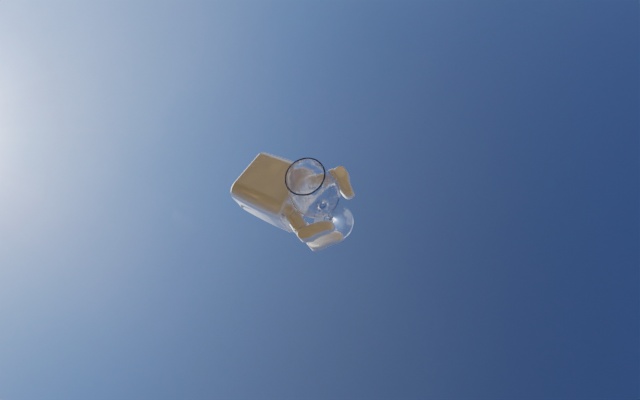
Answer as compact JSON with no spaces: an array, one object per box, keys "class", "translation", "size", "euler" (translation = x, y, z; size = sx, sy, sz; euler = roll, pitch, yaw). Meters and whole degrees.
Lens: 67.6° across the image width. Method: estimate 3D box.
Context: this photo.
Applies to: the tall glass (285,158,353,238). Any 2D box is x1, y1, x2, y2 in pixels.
[{"class":"tall glass","translation":[0.000,0.003,0.785],"size":[0.079,0.079,0.201],"euler":[0,-22,14]}]
